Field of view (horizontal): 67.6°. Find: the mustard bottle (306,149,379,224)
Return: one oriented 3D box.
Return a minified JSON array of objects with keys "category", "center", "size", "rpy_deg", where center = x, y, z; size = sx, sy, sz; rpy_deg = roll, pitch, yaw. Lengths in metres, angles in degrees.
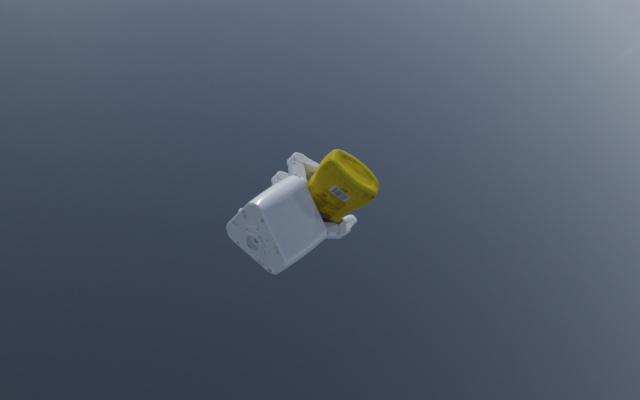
[{"category":"mustard bottle","center":[0.000,0.002,0.781],"size":[0.096,0.058,0.192],"rpy_deg":[36,-48,-16]}]
